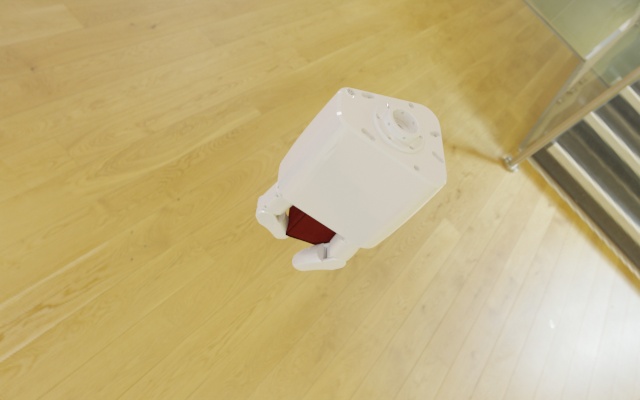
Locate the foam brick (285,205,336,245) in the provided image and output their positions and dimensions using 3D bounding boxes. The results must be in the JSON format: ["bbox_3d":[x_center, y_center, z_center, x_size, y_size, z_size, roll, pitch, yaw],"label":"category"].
[{"bbox_3d":[0.000,0.001,0.504,0.053,0.078,0.051,20,-40,-21],"label":"foam brick"}]
